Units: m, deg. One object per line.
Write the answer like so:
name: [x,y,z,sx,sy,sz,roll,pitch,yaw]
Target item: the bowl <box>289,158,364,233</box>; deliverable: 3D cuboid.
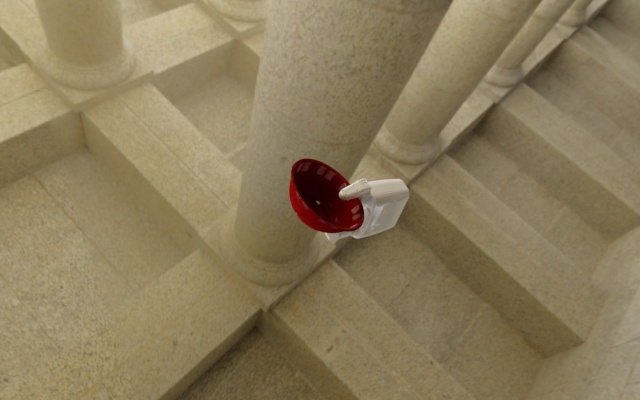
bowl: [-0.001,0.003,0.852,0.162,0.162,0.055,0,-37,-49]
